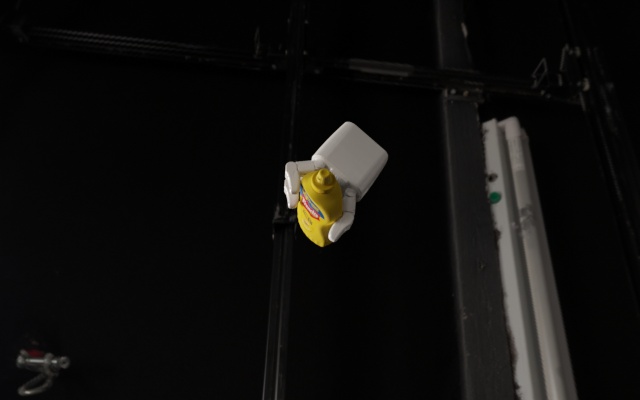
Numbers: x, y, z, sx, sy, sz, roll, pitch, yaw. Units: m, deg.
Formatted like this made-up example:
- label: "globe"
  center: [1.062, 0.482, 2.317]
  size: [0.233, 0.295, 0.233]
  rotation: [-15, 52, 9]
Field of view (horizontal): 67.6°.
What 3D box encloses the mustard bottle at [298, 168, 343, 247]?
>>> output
- label: "mustard bottle"
  center: [0.000, 0.003, 0.846]
  size: [0.058, 0.096, 0.192]
  rotation: [-26, -24, -19]
